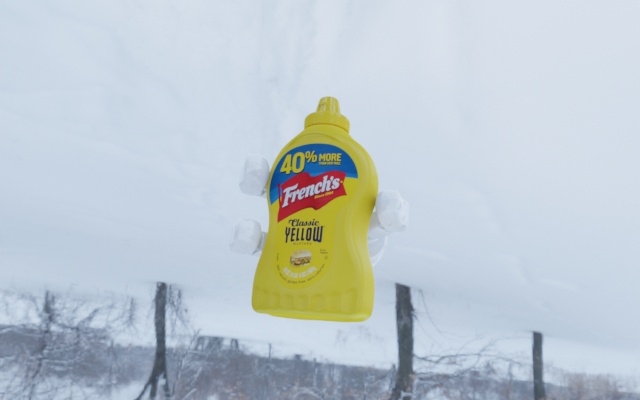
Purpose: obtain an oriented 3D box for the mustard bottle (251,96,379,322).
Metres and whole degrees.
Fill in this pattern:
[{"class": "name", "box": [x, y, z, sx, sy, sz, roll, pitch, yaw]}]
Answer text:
[{"class": "mustard bottle", "box": [0.000, 0.001, 0.401, 0.096, 0.191, 0.058, -3, -20, 26]}]
